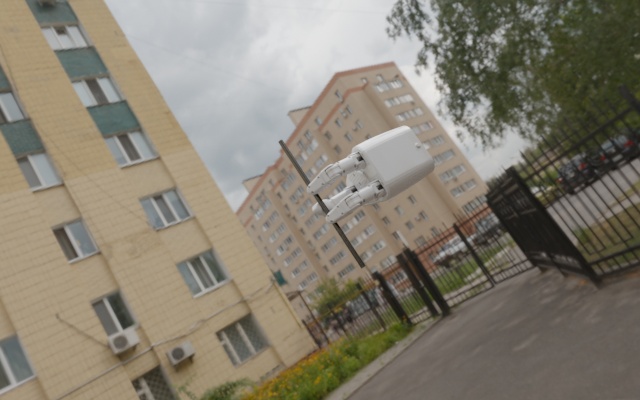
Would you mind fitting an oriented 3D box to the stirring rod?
[{"bbox_3d":[0.000,0.003,0.744,0.011,0.239,0.011,-32,-12,-8],"label":"stirring rod"}]
